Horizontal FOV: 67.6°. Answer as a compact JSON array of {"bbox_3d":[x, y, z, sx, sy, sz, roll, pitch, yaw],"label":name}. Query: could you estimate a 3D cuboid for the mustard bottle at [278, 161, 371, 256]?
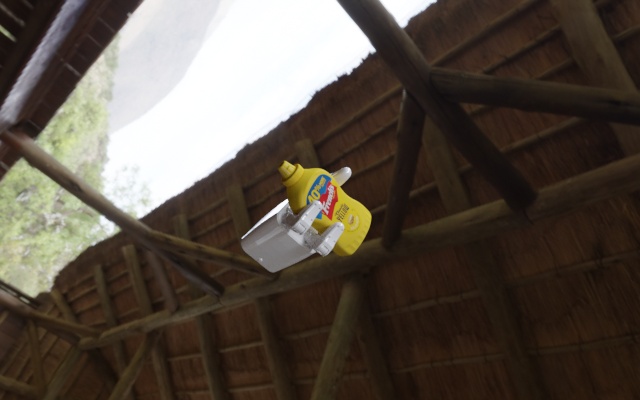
[{"bbox_3d":[0.001,0.003,0.809,0.192,0.096,0.058,43,-30,-22],"label":"mustard bottle"}]
